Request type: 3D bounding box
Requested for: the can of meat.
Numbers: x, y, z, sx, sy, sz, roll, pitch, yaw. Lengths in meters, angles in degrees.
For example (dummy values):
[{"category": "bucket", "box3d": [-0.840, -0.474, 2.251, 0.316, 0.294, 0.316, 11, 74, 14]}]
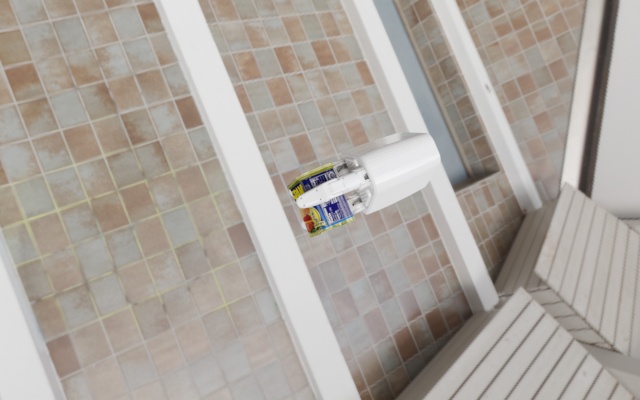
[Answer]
[{"category": "can of meat", "box3d": [0.000, 0.003, 0.675, 0.057, 0.084, 0.102, -23, -2, -16]}]
